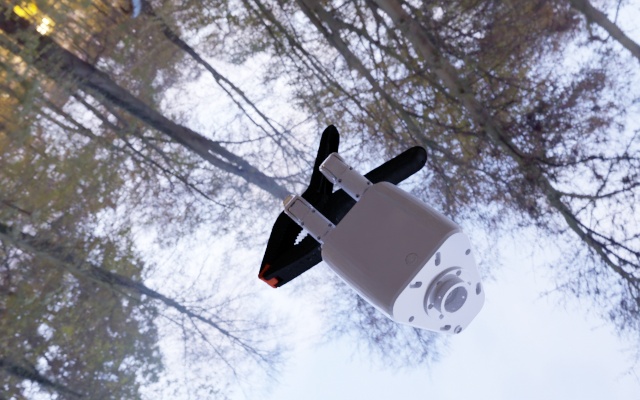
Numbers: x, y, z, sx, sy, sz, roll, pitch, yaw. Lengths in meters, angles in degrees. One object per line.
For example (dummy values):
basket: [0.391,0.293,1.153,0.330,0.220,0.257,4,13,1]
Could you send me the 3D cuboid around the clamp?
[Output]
clamp: [0.000,0.003,0.531,0.036,0.210,0.164,43,-4,-36]
